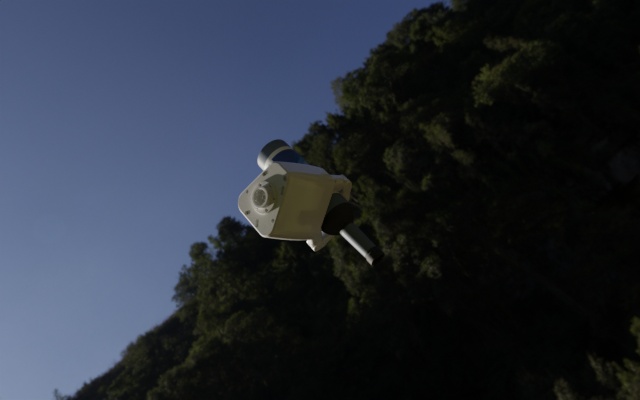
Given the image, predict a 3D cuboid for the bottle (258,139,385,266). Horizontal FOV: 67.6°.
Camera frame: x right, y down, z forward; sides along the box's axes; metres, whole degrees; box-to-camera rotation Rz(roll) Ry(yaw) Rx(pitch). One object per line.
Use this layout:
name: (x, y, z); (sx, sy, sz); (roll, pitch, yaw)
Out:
bottle: (0.000, 0.002, 0.811); (0.069, 0.069, 0.295); (0, 37, -50)
